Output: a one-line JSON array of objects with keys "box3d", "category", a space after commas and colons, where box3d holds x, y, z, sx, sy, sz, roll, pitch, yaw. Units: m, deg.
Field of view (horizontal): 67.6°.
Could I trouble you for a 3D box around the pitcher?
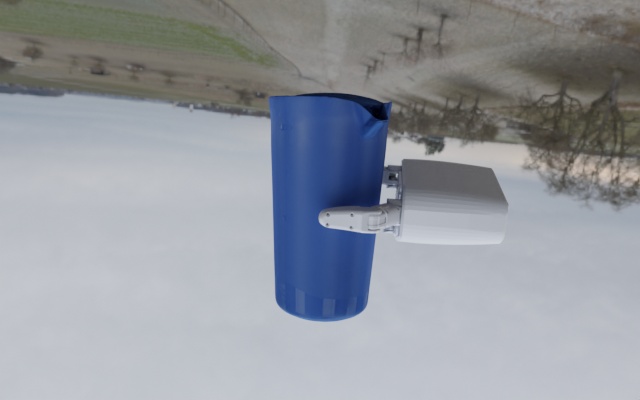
[{"box3d": [0.000, 0.002, 0.544, 0.145, 0.243, 0.149, 4, 10, 7], "category": "pitcher"}]
